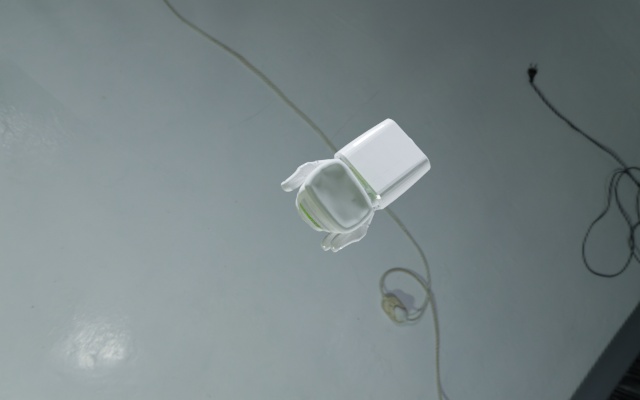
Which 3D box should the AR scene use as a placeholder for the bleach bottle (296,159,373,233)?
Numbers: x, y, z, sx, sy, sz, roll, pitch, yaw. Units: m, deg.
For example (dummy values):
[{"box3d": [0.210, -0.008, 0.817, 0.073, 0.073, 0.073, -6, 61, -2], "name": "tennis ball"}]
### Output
[{"box3d": [0.000, 0.003, 0.757, 0.068, 0.102, 0.251, -37, 5, -12], "name": "bleach bottle"}]
